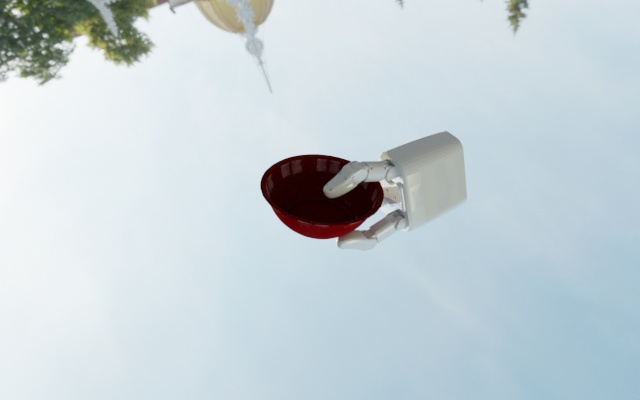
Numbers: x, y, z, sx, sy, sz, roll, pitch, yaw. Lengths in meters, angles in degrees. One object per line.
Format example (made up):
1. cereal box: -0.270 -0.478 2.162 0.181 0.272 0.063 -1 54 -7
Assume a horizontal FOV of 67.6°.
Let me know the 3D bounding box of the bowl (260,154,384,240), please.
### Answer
1. bowl: -0.001 0.003 0.636 0.162 0.055 0.162 5 36 -4
